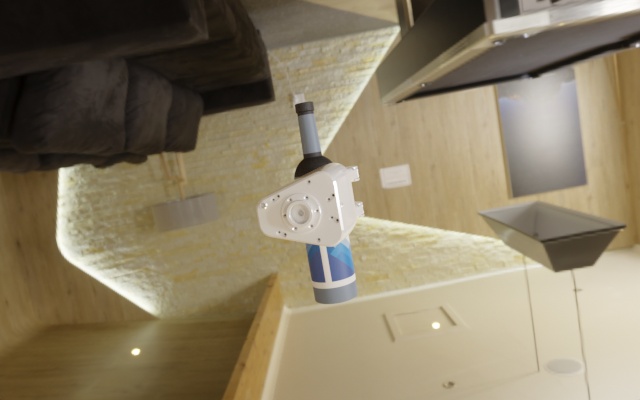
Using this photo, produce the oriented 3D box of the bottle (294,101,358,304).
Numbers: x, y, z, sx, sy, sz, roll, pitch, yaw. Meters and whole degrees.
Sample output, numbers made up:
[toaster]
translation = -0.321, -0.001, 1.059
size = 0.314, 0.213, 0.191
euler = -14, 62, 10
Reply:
[bottle]
translation = 0.000, 0.003, 0.712
size = 0.069, 0.296, 0.069
euler = -10, 6, 1
